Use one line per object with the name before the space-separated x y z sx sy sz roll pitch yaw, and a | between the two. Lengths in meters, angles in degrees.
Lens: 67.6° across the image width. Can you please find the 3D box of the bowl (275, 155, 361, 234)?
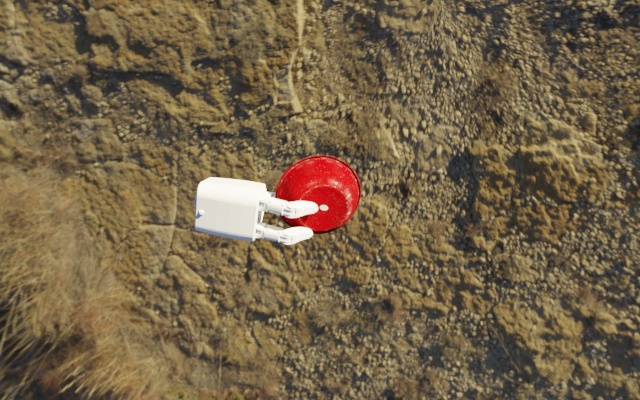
bowl | 0.002 0.003 0.862 0.162 0.162 0.055 0 26 -10
